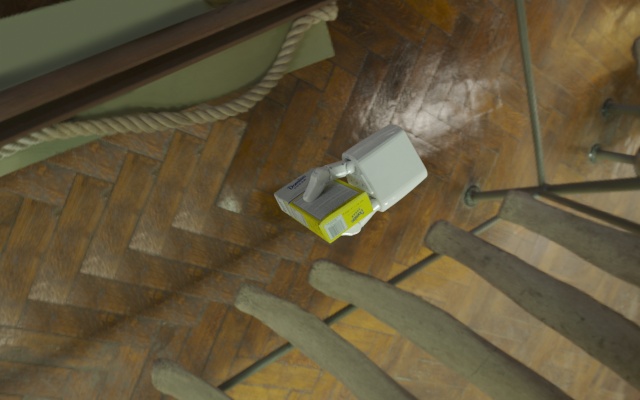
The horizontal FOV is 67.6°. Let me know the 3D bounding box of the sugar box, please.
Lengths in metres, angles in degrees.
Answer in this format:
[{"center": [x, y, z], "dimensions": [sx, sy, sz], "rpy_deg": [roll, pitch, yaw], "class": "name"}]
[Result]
[{"center": [0.001, 0.003, 0.802], "dimensions": [0.093, 0.048, 0.176], "rpy_deg": [-34, 27, -16], "class": "sugar box"}]
